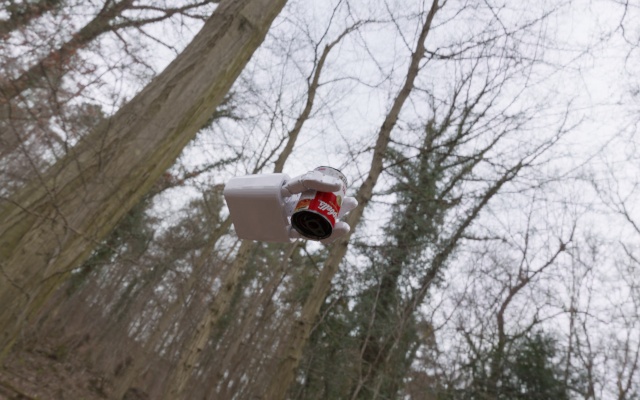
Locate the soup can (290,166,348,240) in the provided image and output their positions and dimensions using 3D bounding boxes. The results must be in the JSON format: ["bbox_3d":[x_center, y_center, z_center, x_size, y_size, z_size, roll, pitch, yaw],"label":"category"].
[{"bbox_3d":[0.001,0.002,0.760,0.068,0.102,0.069,12,-41,11],"label":"soup can"}]
